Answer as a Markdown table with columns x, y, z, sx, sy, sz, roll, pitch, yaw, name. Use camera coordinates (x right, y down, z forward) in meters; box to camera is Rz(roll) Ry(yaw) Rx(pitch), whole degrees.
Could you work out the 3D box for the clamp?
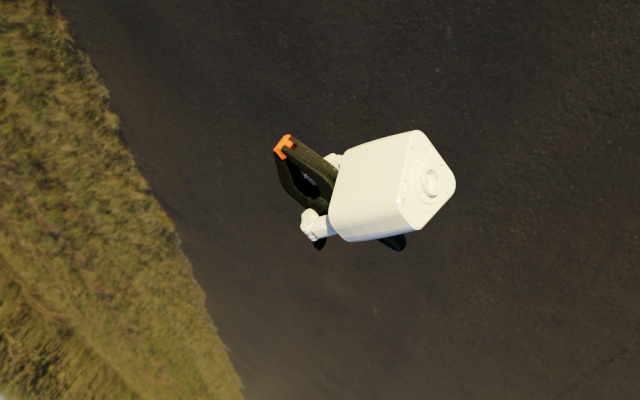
| x | y | z | sx | sy | sz | roll | pitch | yaw | name |
| --- | --- | --- | --- | --- | --- | --- | --- | --- | --- |
| 0.000 | 0.002 | 0.651 | 0.164 | 0.036 | 0.210 | -14 | -54 | 48 | clamp |
